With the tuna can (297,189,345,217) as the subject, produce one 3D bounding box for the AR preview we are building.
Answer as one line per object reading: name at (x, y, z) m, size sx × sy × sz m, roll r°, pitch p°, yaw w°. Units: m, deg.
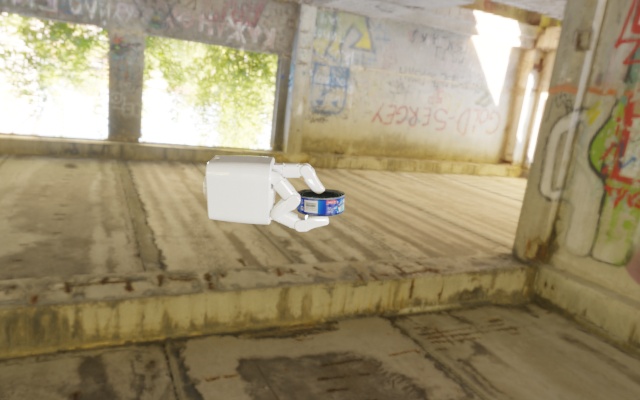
tuna can at (0.000, 0.003, 0.851) m, size 0.086 × 0.034 × 0.086 m, roll 1°, pitch 12°, yaw 0°
